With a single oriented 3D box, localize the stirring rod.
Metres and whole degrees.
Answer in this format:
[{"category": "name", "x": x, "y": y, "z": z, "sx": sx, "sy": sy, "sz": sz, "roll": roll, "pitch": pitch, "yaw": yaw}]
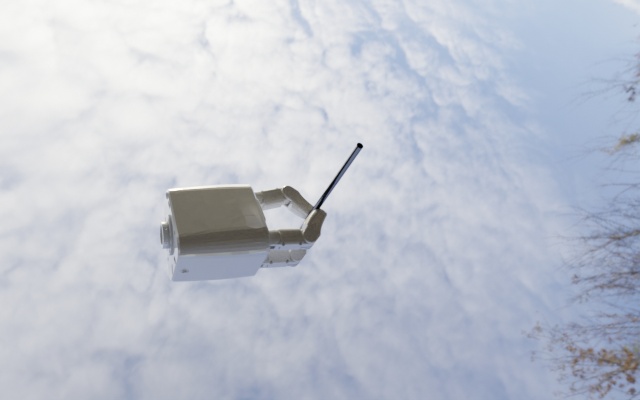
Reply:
[{"category": "stirring rod", "x": 0.000, "y": 0.002, "z": 0.610, "sx": 0.011, "sy": 0.011, "sz": 0.240, "roll": 0, "pitch": -31, "yaw": -24}]
